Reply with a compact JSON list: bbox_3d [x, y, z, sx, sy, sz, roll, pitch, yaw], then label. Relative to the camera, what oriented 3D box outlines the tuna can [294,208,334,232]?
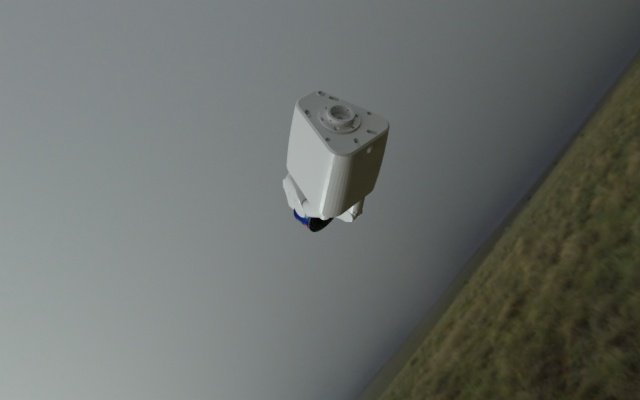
[{"bbox_3d":[0.000,0.002,0.705,0.033,0.086,0.086,35,15,23],"label":"tuna can"}]
